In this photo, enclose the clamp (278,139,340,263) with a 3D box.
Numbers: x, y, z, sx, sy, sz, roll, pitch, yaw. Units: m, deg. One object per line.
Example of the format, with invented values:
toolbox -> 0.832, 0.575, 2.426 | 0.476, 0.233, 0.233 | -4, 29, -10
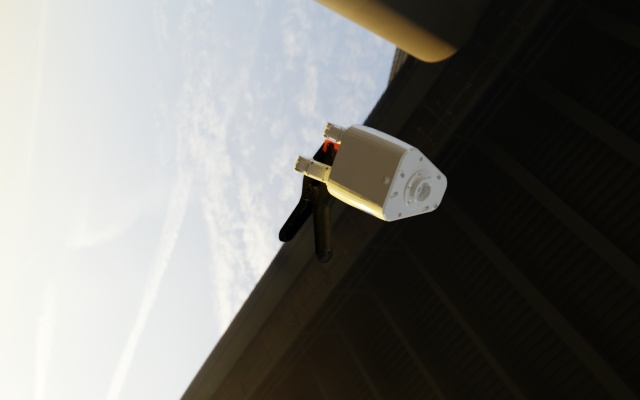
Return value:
clamp -> 0.001, 0.002, 0.678 | 0.039, 0.171, 0.120 | 10, 14, -43
